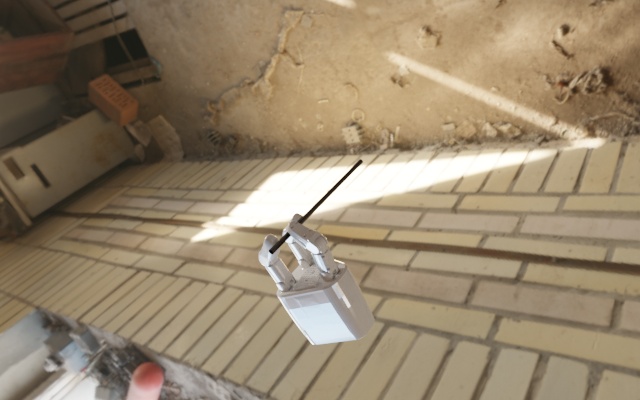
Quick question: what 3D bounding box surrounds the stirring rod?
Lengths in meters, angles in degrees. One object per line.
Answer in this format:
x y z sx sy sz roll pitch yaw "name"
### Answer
0.000 0.002 0.717 0.011 0.011 0.239 0 34 42 "stirring rod"
